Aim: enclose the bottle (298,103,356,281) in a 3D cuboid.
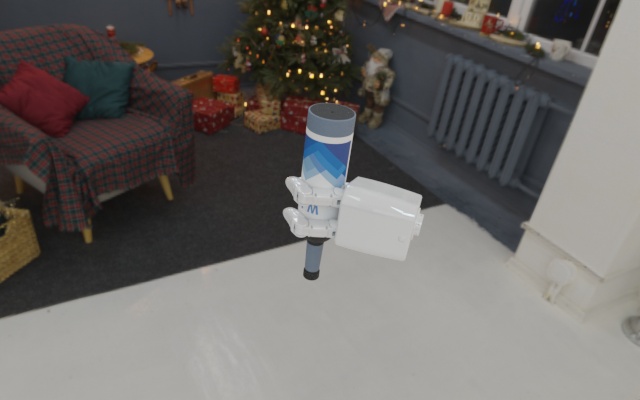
[{"bbox_3d":[0.000,0.002,0.732,0.069,0.296,0.069,5,31,-3],"label":"bottle"}]
